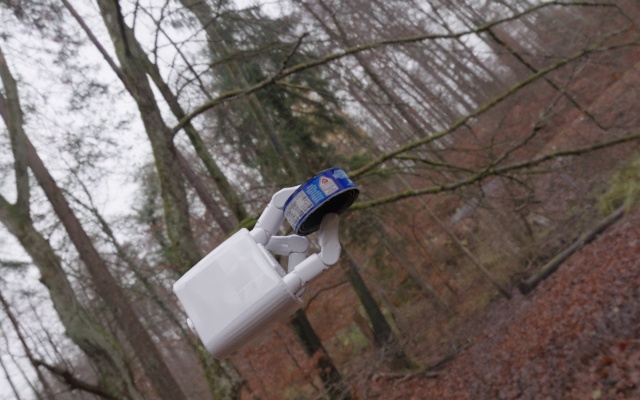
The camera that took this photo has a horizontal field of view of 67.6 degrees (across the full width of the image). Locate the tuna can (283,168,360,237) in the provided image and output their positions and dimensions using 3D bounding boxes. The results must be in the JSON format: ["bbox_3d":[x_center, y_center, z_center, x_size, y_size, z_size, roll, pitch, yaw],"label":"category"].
[{"bbox_3d":[0.000,0.001,0.541,0.086,0.033,0.086,-33,-17,-11],"label":"tuna can"}]
